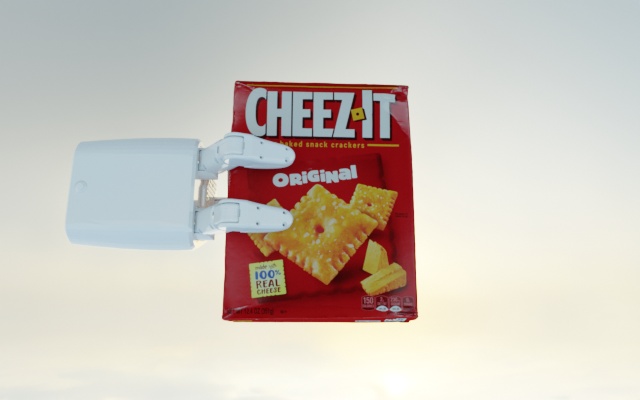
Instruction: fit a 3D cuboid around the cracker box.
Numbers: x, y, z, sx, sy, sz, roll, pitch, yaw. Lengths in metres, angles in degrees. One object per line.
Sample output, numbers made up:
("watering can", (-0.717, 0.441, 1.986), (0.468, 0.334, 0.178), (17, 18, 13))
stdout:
("cracker box", (0.000, 0.002, 0.436), (0.164, 0.213, 0.072), (1, -13, -3))
